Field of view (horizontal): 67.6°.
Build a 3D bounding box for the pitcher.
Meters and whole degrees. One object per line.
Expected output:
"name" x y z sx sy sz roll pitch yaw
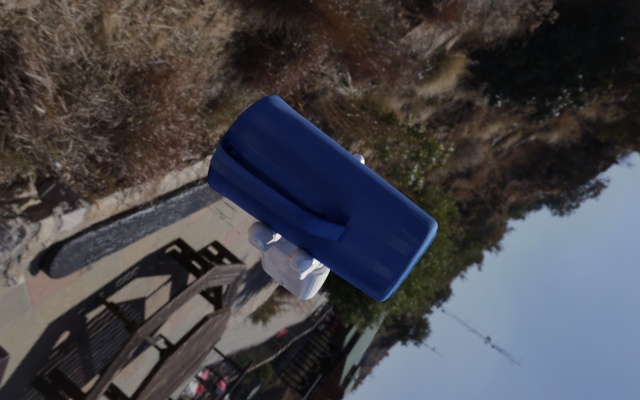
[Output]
"pitcher" 0.000 0.002 0.528 0.243 0.149 0.145 36 -30 11
